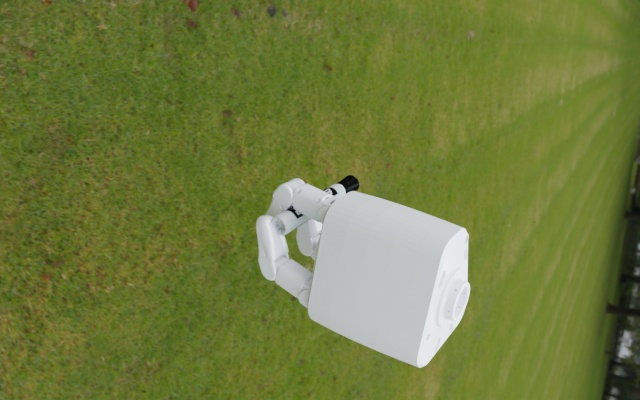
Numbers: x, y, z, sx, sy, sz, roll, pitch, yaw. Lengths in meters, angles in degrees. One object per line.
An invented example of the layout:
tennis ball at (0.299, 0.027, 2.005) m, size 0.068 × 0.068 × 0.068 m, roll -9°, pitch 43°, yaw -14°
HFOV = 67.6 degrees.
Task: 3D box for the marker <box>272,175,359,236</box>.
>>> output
marker at (0.000, 0.001, 0.463) m, size 0.020 × 0.020 × 0.121 m, roll 0°, pitch 21°, yaw 41°
